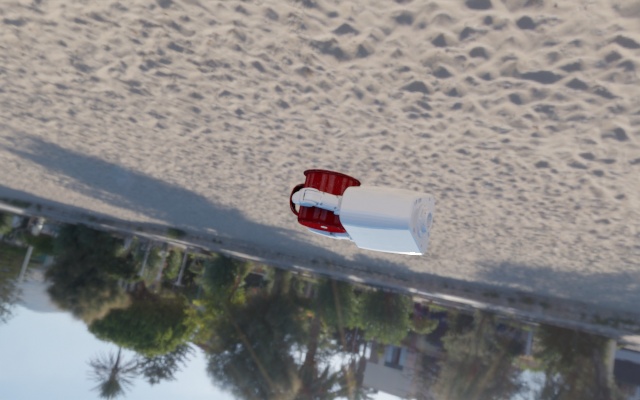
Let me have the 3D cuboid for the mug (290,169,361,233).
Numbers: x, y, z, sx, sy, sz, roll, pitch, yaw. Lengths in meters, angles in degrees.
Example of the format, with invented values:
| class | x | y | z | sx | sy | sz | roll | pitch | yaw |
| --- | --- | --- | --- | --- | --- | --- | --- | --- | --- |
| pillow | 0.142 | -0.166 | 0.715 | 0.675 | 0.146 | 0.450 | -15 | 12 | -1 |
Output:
| class | x | y | z | sx | sy | sz | roll | pitch | yaw |
| --- | --- | --- | --- | --- | --- | --- | --- | --- | --- |
| mug | -0.001 | 0.003 | 0.753 | 0.117 | 0.081 | 0.093 | 6 | -12 | 30 |
